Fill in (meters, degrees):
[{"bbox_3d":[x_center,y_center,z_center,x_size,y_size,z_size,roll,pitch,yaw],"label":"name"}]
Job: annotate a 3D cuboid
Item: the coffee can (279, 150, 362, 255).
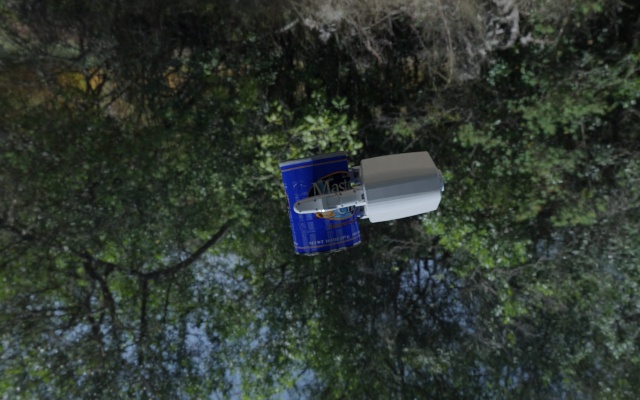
[{"bbox_3d":[0.000,0.002,0.722,0.103,0.140,0.103,-10,4,1],"label":"coffee can"}]
